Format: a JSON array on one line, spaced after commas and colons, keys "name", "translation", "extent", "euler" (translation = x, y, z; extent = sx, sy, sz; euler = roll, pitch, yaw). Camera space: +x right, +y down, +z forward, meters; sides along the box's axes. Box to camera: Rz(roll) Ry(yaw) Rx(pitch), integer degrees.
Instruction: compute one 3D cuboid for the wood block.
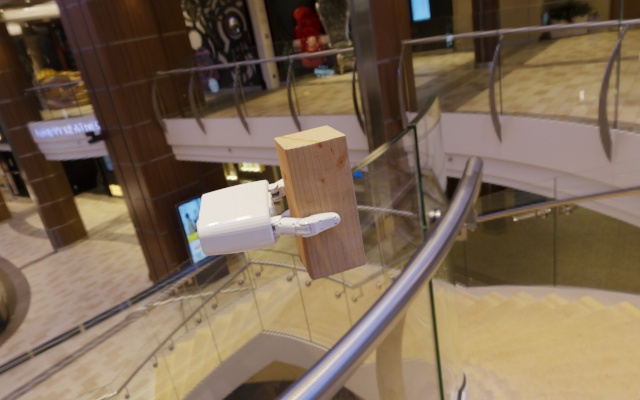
[{"name": "wood block", "translation": [0.000, 0.002, 0.728], "extent": [0.090, 0.206, 0.090], "euler": [-15, 21, -11]}]
